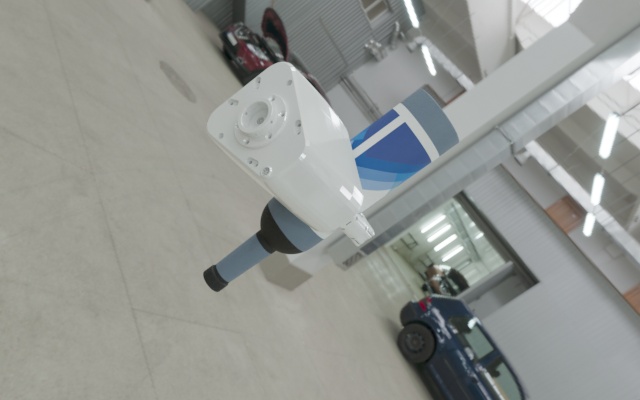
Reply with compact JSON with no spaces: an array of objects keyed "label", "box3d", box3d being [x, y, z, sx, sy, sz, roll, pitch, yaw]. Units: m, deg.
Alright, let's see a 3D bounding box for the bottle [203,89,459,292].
[{"label":"bottle","box3d":[0.000,0.002,0.494,0.296,0.069,0.069,-36,-6,8]}]
